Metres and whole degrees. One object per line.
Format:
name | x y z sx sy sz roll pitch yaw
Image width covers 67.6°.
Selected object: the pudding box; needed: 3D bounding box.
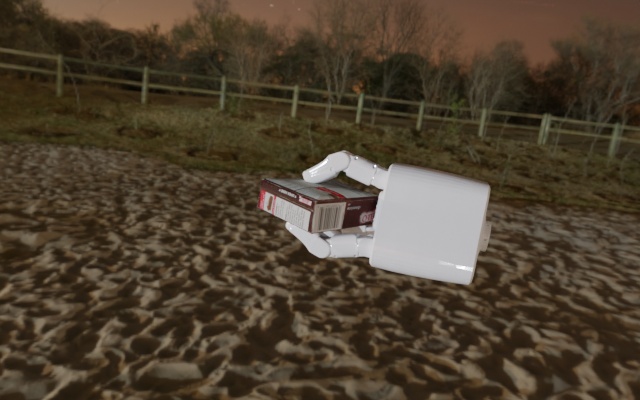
pudding box | 0.000 0.002 0.542 0.090 0.039 0.113 21 16 41
